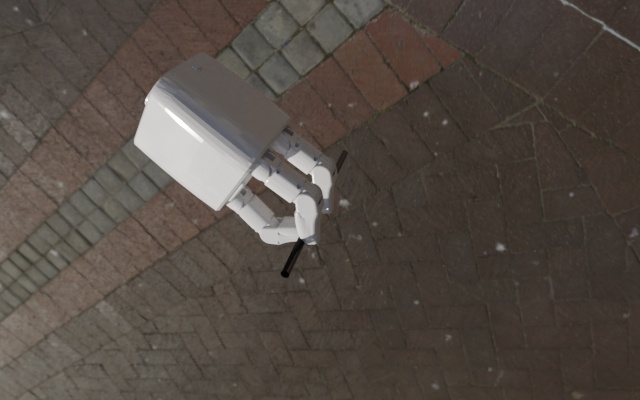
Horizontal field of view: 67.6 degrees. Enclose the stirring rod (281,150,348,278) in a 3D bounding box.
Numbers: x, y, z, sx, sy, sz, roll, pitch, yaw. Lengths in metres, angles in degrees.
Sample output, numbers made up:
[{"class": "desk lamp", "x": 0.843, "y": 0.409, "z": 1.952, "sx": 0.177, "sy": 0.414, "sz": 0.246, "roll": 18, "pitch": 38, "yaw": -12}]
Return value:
[{"class": "stirring rod", "x": 0.000, "y": 0.002, "z": 0.510, "sx": 0.011, "sy": 0.011, "sz": 0.239, "roll": 0, "pitch": 31, "yaw": 17}]
